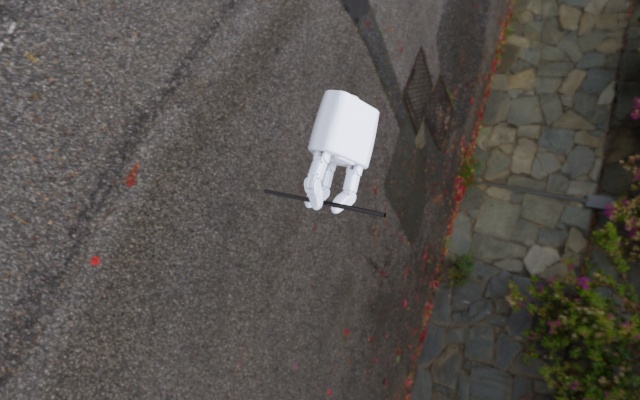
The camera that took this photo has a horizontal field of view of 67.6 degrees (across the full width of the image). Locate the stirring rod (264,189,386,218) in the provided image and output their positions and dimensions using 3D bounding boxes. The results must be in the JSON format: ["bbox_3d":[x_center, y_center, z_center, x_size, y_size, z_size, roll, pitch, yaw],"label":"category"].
[{"bbox_3d":[0.000,0.003,0.808,0.239,0.011,0.011,11,6,31],"label":"stirring rod"}]
